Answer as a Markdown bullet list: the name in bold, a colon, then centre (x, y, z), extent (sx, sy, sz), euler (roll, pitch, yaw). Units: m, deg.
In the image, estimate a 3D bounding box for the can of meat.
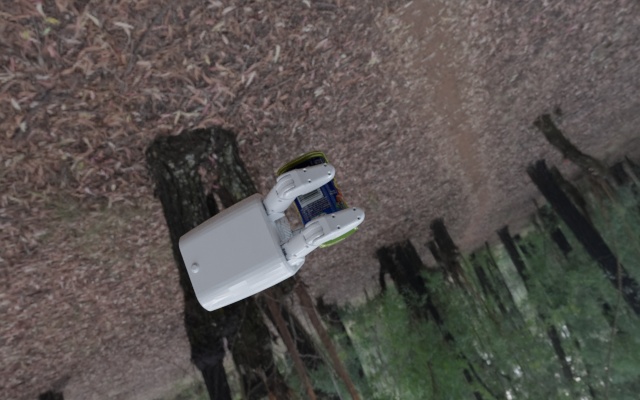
- **can of meat**: centre (0.000, 0.002, 0.550), extent (0.057, 0.084, 0.102), euler (-26, -17, 4)
